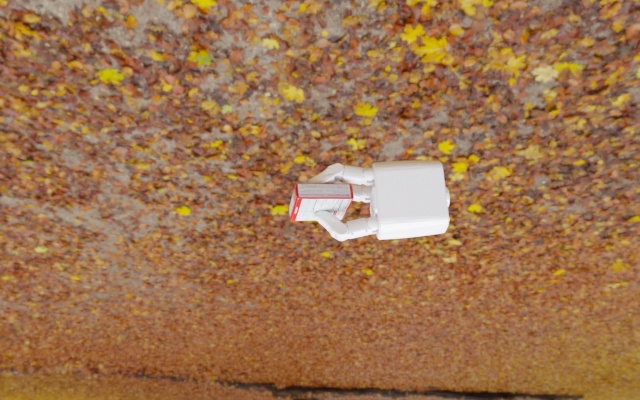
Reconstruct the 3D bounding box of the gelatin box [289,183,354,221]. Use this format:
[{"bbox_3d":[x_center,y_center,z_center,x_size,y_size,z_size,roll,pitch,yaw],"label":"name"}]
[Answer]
[{"bbox_3d":[0.000,0.003,0.741,0.089,0.030,0.073,-1,-29,-13],"label":"gelatin box"}]
